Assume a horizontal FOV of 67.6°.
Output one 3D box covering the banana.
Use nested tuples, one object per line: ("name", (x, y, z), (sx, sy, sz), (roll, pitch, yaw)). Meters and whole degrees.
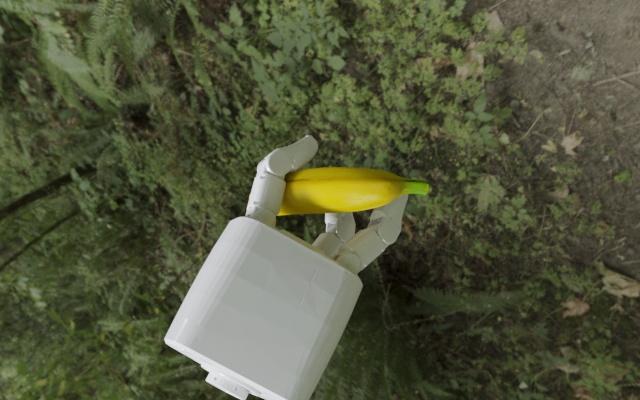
("banana", (-0.009, -0.004, 0.422), (0.198, 0.037, 0.070), (-2, -17, 39))
